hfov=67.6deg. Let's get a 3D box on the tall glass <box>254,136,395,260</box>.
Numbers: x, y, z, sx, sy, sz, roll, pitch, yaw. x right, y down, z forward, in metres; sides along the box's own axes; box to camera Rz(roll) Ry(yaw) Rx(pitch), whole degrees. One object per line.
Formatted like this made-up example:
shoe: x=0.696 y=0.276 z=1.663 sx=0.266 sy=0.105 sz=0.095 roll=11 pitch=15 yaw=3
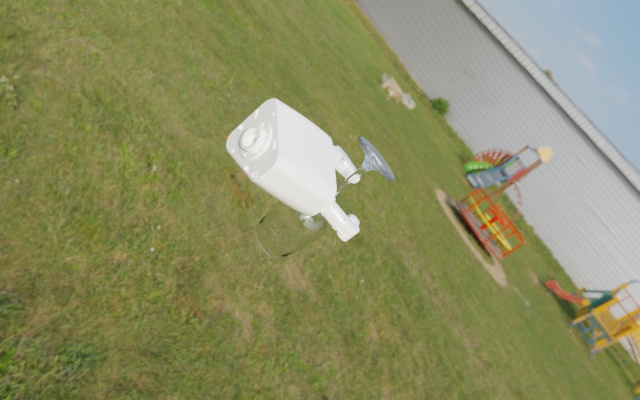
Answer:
tall glass: x=0.001 y=0.002 z=0.661 sx=0.201 sy=0.079 sz=0.079 roll=-38 pitch=-14 yaw=19
